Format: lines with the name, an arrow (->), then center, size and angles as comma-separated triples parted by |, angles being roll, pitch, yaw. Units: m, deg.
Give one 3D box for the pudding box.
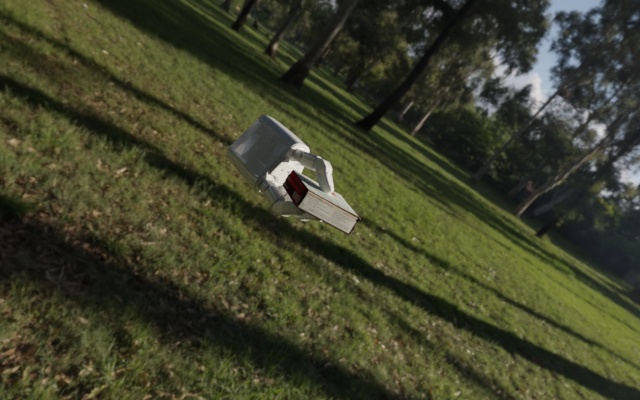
pudding box -> 0.000, 0.002, 0.780 | 0.113, 0.039, 0.090 | 27, 14, -28
